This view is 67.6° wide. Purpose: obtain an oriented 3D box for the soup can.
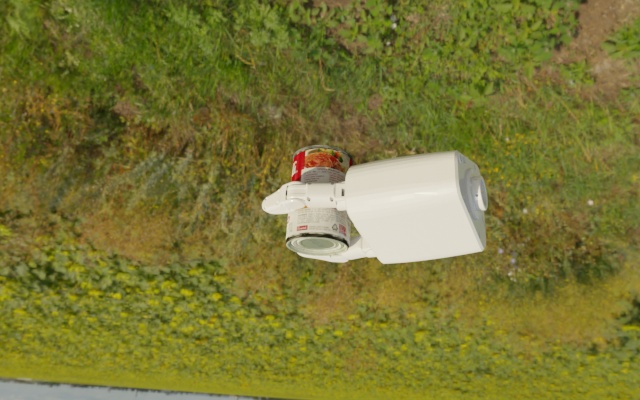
[{"bbox_3d":[0.000,0.002,0.512,0.068,0.102,0.068,3,-23,1],"label":"soup can"}]
